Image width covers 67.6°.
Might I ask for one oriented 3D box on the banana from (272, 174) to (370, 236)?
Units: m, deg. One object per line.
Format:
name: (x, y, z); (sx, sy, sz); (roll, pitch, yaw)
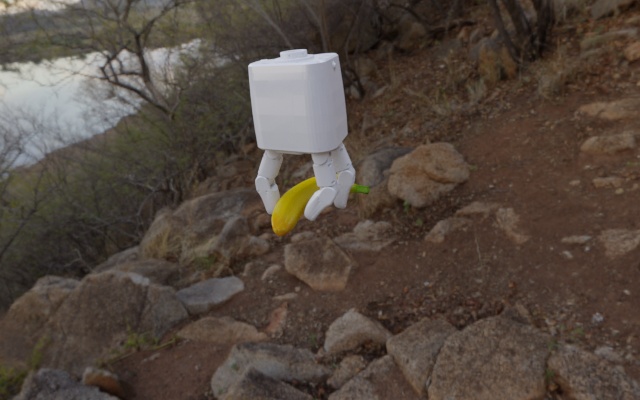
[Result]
banana: (-0.012, -0.003, 0.675); (0.069, 0.037, 0.197); (16, 29, 37)
